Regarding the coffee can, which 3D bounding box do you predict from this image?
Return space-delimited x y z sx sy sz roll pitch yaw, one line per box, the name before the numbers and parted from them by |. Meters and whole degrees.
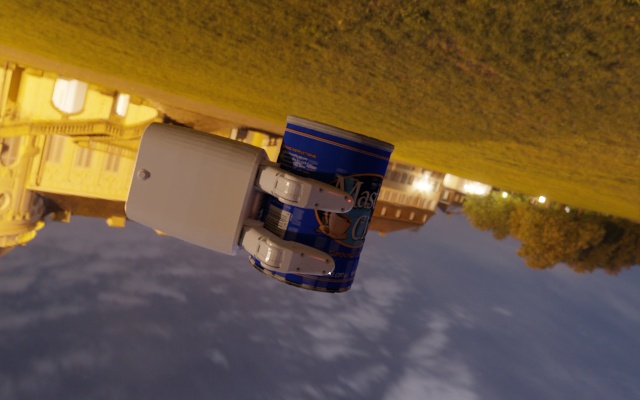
coffee can | 0.000 0.001 0.450 0.103 0.140 0.103 16 7 -2
